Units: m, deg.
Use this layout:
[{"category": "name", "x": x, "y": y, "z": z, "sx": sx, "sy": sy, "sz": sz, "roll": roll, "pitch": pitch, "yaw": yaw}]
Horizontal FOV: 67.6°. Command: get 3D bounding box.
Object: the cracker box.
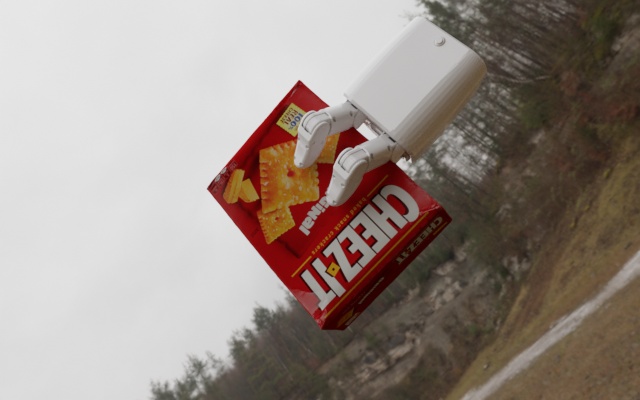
[{"category": "cracker box", "x": 0.000, "y": 0.002, "z": 0.505, "sx": 0.213, "sy": 0.164, "sz": 0.072, "roll": 46, "pitch": 8, "yaw": 26}]
